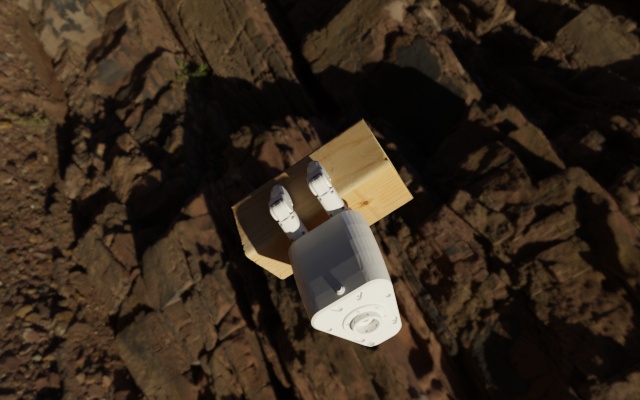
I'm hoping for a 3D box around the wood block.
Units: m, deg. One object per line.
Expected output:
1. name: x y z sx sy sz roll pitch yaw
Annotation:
1. wood block: 0.000 0.002 0.620 0.206 0.090 0.091 -33 -39 10
